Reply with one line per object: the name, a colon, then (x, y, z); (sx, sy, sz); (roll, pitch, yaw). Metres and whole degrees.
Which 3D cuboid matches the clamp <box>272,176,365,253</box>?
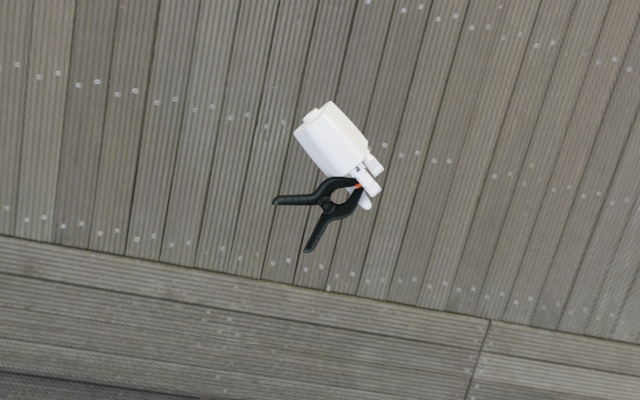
clamp: (0.000, 0.003, 0.868); (0.171, 0.120, 0.039); (-41, 14, 5)
